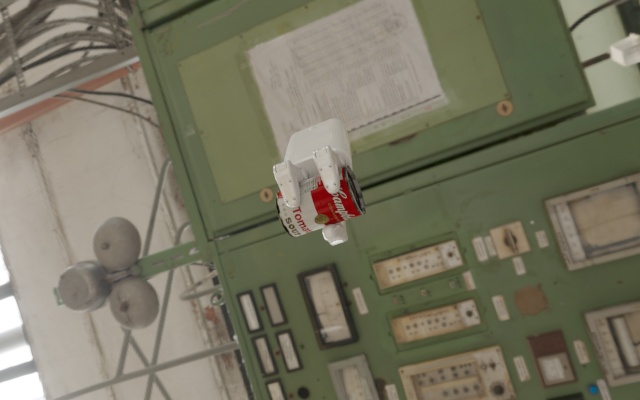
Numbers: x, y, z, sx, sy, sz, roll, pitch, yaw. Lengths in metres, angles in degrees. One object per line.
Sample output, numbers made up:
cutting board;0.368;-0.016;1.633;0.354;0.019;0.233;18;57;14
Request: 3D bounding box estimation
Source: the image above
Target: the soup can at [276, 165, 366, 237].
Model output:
soup can;0.000;0.003;0.630;0.102;0.068;0.068;-19;-5;14
